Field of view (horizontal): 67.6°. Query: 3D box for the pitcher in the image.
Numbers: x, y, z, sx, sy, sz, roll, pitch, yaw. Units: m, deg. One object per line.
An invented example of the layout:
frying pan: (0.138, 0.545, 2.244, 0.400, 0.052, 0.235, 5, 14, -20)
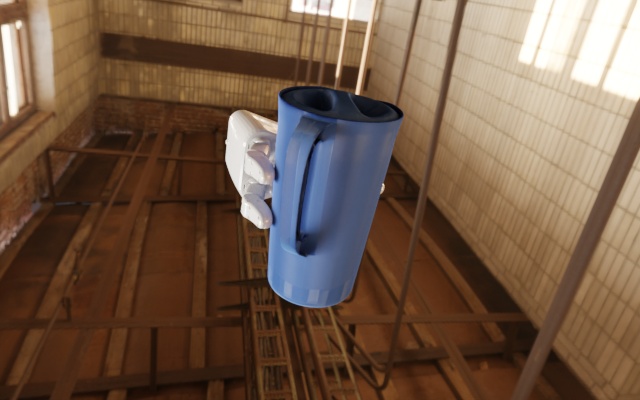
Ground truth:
pitcher: (0.000, 0.002, 0.543, 0.149, 0.243, 0.145, -3, 28, -26)
